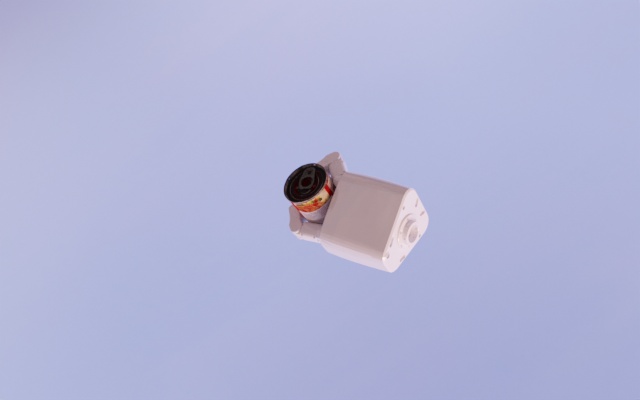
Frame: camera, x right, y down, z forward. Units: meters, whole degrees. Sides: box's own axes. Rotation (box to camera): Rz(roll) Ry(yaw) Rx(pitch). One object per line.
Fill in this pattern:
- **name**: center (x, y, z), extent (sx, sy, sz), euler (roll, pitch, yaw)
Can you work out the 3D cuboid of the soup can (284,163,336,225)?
- **soup can**: center (0.000, 0.002, 0.699), extent (0.068, 0.068, 0.102), euler (0, -33, 31)
